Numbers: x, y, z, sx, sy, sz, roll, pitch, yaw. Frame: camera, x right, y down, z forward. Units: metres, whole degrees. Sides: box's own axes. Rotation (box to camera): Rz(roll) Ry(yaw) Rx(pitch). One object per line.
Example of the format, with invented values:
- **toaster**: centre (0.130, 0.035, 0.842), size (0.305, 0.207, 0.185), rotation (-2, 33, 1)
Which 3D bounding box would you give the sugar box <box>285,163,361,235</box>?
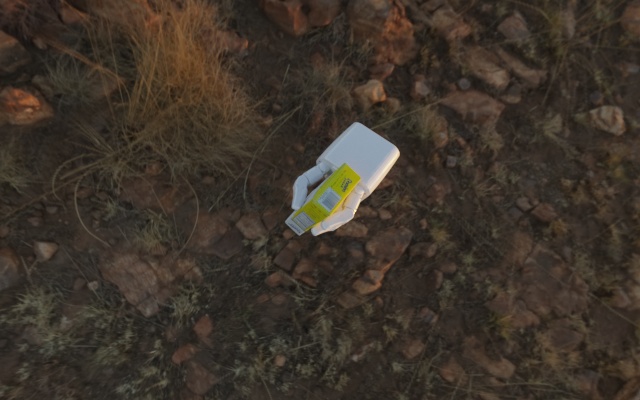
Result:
- **sugar box**: centre (0.001, 0.003, 0.853), size (0.048, 0.093, 0.176), rotation (42, -23, -2)
